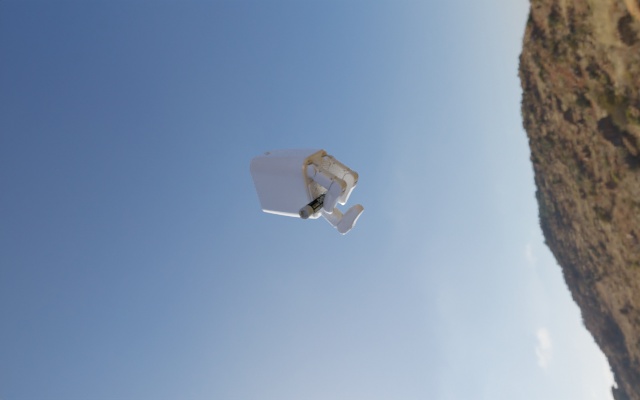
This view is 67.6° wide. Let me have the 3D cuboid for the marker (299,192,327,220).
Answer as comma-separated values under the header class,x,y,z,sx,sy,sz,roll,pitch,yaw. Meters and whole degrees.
class,x,y,z,sx,sy,sz,roll,pitch,yaw
marker,0.000,0.003,0.777,0.020,0.020,0.121,0,17,26
